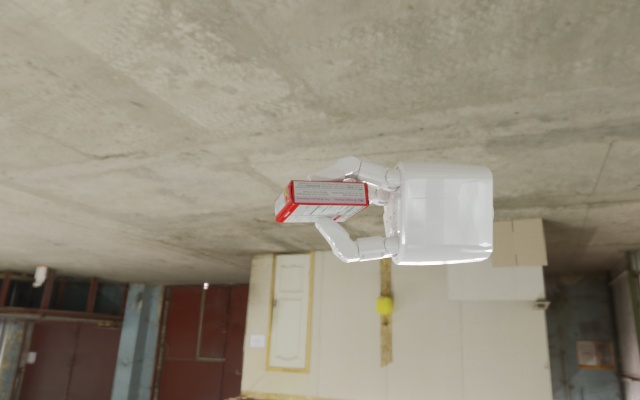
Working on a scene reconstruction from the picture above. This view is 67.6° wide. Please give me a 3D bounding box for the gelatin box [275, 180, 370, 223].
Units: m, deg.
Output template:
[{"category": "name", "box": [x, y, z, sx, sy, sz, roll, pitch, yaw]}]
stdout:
[{"category": "gelatin box", "box": [0.000, 0.002, 0.533, 0.089, 0.030, 0.073, 0, -17, -19]}]
